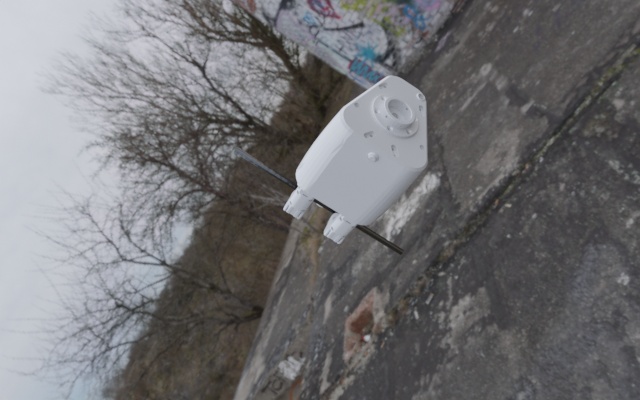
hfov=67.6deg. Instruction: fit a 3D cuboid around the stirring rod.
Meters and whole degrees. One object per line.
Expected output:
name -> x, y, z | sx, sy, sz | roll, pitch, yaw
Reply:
stirring rod -> 0.000, 0.002, 0.586 | 0.239, 0.011, 0.011 | 32, -3, -5
